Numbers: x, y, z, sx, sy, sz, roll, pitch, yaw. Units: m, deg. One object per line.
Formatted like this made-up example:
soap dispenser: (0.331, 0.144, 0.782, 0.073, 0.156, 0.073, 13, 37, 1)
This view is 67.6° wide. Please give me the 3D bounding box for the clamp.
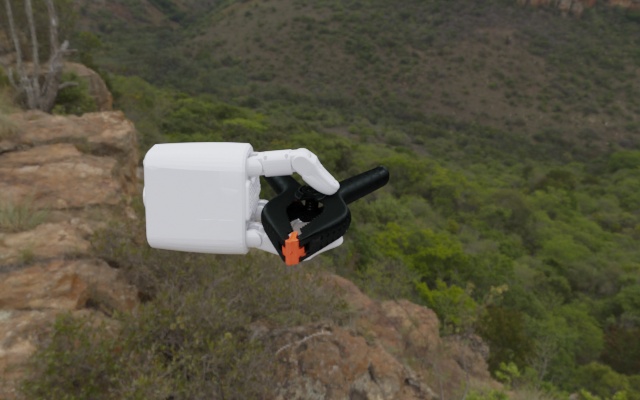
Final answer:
clamp: (0.000, 0.001, 0.529, 0.164, 0.036, 0.210, 0, 27, 3)
